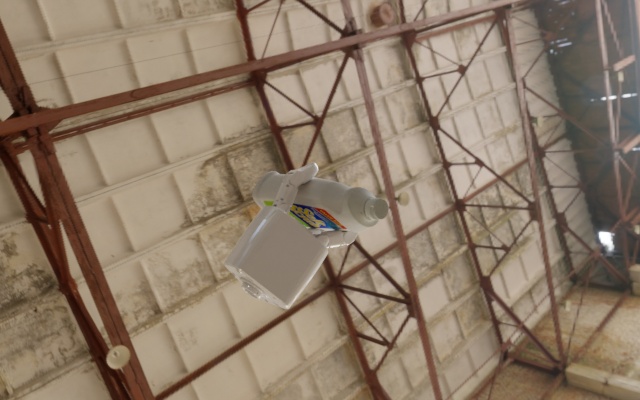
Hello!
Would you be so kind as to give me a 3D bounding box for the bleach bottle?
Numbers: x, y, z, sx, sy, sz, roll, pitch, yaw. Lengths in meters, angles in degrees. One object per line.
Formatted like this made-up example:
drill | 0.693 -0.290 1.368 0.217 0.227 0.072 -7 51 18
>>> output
bleach bottle | 0.000 0.002 0.743 0.251 0.068 0.103 3 -39 51
